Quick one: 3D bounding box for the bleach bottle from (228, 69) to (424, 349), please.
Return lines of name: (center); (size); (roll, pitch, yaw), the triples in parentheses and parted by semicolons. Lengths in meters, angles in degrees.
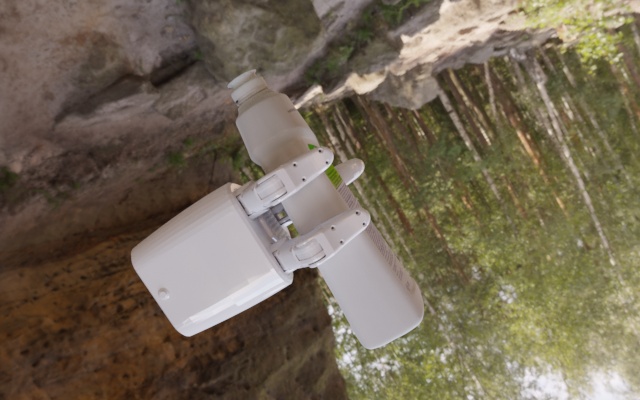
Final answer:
bleach bottle: (0.000, 0.001, 0.423); (0.068, 0.251, 0.102); (-31, 6, 8)
